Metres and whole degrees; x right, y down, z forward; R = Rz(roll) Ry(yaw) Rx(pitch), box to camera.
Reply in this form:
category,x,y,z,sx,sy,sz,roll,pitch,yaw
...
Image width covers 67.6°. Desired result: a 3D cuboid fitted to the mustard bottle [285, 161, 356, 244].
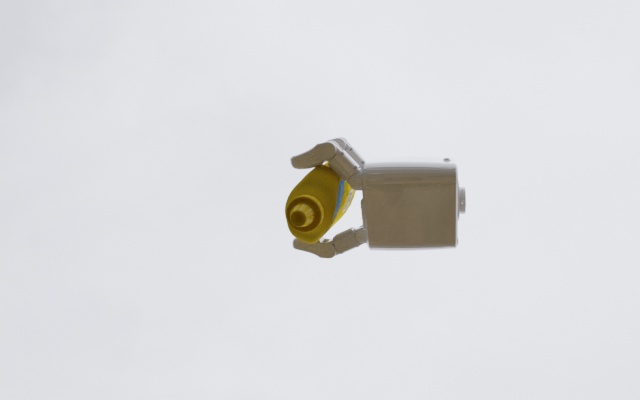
category,x,y,z,sx,sy,sz,roll,pitch,yaw
mustard bottle,0.000,0.002,0.590,0.058,0.096,0.191,24,15,8
